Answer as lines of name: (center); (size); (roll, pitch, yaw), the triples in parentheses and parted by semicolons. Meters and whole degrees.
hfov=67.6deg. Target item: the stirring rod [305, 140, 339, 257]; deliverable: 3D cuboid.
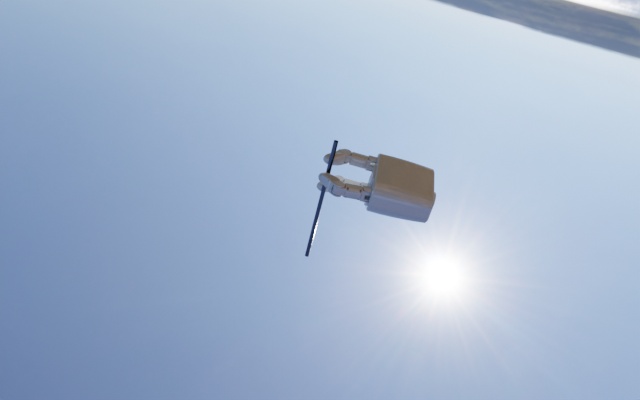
stirring rod: (0.000, 0.003, 0.859); (0.011, 0.240, 0.011); (11, 28, -6)
